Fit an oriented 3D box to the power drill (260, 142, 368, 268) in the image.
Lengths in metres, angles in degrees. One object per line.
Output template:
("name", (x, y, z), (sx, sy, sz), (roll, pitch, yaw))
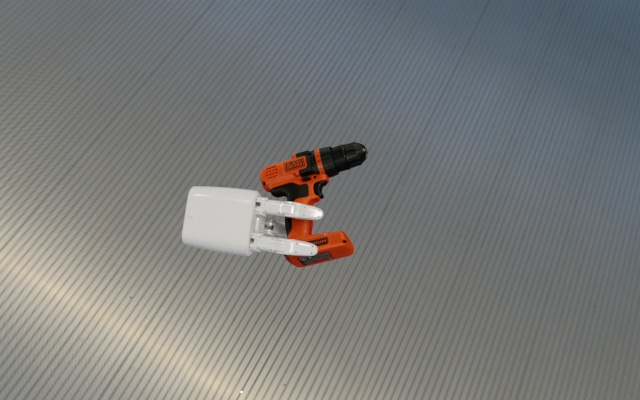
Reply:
("power drill", (0.000, 0.003, 0.765), (0.184, 0.187, 0.057), (-17, -29, 11))
